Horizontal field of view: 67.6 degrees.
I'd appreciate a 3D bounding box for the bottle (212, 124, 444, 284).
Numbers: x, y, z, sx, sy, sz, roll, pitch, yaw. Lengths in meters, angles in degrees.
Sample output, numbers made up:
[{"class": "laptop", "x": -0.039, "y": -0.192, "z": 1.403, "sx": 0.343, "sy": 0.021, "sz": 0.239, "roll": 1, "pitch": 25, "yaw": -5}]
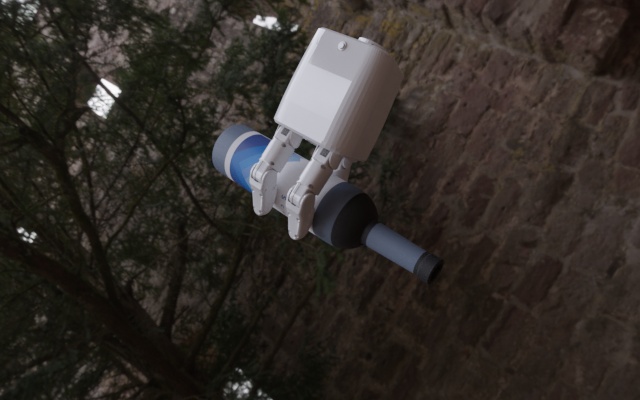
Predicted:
[{"class": "bottle", "x": 0.000, "y": 0.002, "z": 0.522, "sx": 0.295, "sy": 0.069, "sz": 0.069, "roll": 31, "pitch": 17, "yaw": 30}]
